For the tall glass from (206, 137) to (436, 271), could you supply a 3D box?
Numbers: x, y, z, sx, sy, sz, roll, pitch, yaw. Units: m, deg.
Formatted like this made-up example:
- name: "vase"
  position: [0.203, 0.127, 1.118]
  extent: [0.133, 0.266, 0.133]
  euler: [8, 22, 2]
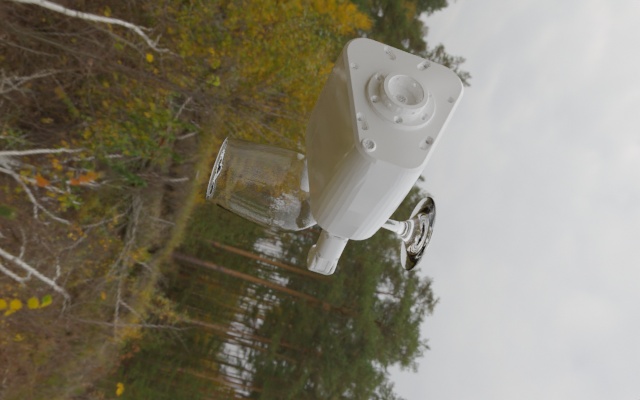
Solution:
- name: "tall glass"
  position: [0.001, 0.002, 0.446]
  extent: [0.201, 0.079, 0.079]
  euler: [18, -2, -7]
